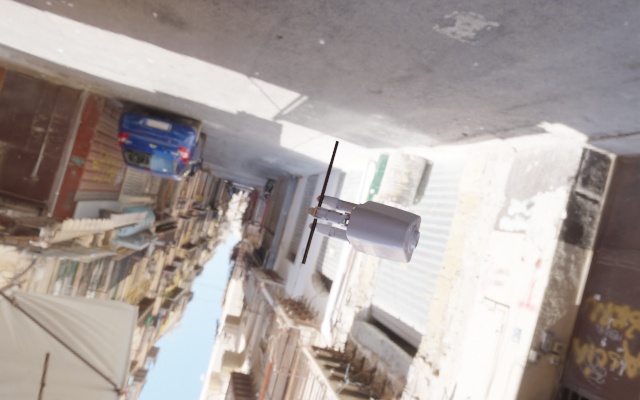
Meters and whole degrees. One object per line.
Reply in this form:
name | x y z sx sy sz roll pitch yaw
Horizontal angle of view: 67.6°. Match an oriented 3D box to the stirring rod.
stirring rod | 0.000 0.003 0.899 0.011 0.239 0.011 16 -2 1
